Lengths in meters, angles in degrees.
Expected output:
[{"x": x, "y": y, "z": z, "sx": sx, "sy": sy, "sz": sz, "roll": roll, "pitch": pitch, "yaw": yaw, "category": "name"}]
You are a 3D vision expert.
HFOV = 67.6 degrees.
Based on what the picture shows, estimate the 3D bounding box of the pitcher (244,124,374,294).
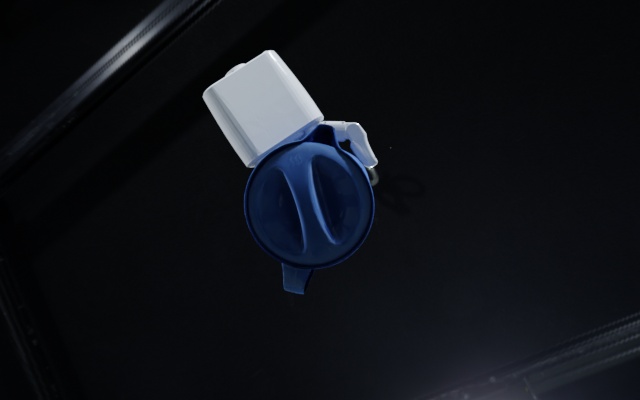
[{"x": 0.000, "y": 0.002, "z": 0.595, "sx": 0.149, "sy": 0.145, "sz": 0.243, "roll": -35, "pitch": 1, "yaw": 10, "category": "pitcher"}]
